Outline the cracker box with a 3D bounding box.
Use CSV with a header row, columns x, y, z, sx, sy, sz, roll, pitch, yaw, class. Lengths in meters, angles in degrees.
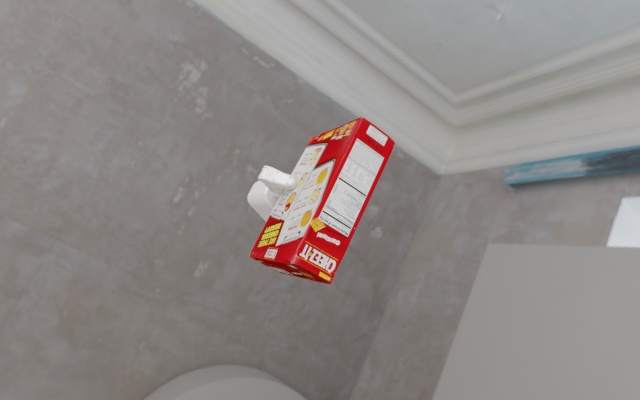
x,y,z,sx,sy,sz,roll,pitch,yaw,class
0.000,0.002,0.671,0.072,0.213,0.164,31,-16,-21,cracker box
